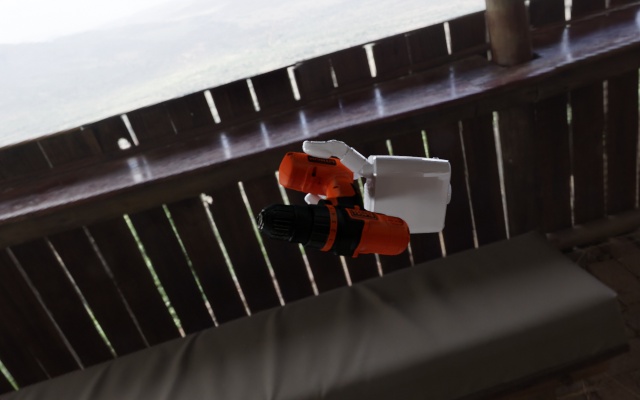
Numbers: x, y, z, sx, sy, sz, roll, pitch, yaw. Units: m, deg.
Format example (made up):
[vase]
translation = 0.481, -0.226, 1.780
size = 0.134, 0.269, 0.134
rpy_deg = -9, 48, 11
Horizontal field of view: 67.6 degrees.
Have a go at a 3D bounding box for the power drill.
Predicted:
[power drill]
translation = 0.000, 0.002, 0.605
size = 0.184, 0.057, 0.187
rpy_deg = 10, 26, -22
